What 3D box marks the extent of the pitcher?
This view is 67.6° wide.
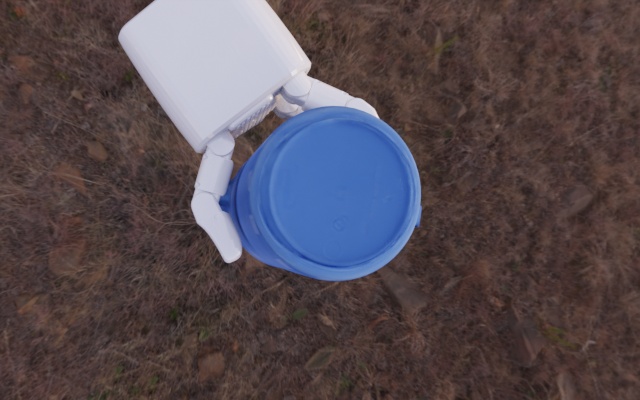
[{"bbox_3d":[0.000,0.001,0.402,0.149,0.145,0.243,-36,5,-10],"label":"pitcher"}]
